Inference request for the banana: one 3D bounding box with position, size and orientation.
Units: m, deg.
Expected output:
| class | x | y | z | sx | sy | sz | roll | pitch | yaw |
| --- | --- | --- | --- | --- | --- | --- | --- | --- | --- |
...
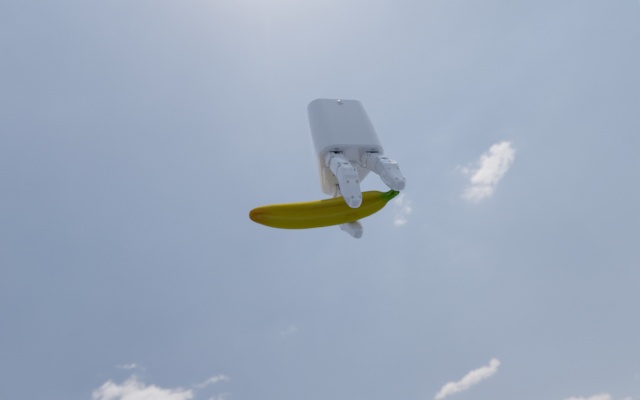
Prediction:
| class | x | y | z | sx | sy | sz | roll | pitch | yaw |
| --- | --- | --- | --- | --- | --- | --- | --- | --- | --- |
| banana | 0.005 | 0.011 | 0.647 | 0.198 | 0.037 | 0.070 | -11 | -30 | -2 |
